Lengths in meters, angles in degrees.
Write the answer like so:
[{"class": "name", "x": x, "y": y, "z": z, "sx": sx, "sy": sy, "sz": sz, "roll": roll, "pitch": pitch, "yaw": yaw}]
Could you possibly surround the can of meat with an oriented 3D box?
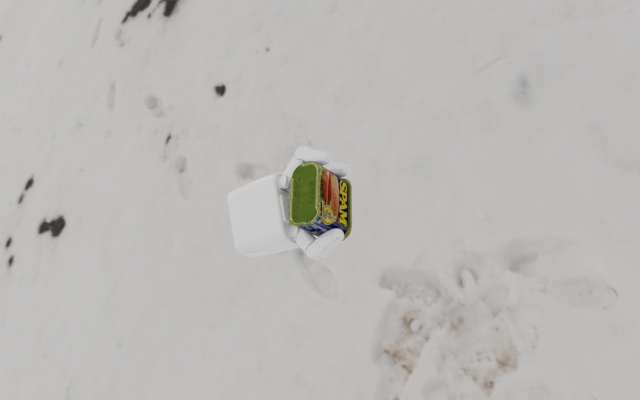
[{"class": "can of meat", "x": 0.000, "y": 0.002, "z": 0.701, "sx": 0.057, "sy": 0.102, "sz": 0.084, "roll": -14, "pitch": -27, "yaw": 33}]
